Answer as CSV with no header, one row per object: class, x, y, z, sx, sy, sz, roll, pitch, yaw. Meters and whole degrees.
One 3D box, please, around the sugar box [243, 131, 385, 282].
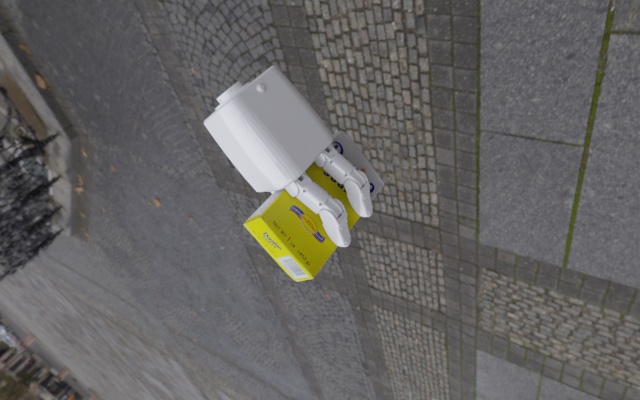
sugar box,0.000,0.002,0.567,0.048,0.093,0.176,-19,25,52
